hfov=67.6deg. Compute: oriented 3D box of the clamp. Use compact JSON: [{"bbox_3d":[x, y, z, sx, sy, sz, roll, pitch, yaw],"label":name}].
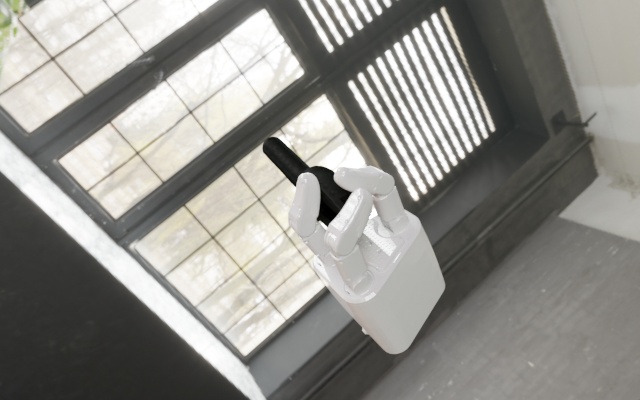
[{"bbox_3d":[0.001,0.001,0.511,0.039,0.120,0.171,-38,37,-10],"label":"clamp"}]
